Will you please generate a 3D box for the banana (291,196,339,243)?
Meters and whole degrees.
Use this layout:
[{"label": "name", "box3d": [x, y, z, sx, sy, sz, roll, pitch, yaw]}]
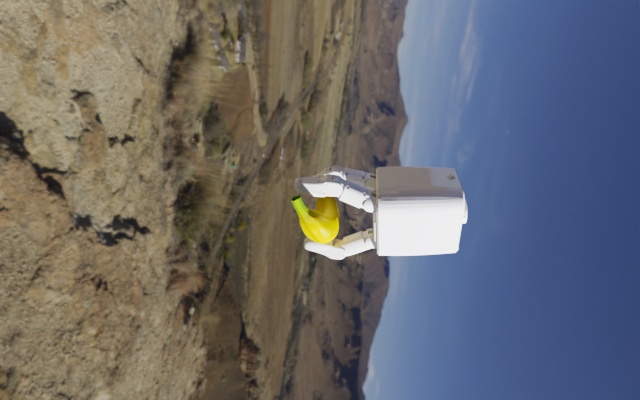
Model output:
[{"label": "banana", "box3d": [0.003, 0.021, 0.647, 0.037, 0.069, 0.198, -11, 1, 9]}]
